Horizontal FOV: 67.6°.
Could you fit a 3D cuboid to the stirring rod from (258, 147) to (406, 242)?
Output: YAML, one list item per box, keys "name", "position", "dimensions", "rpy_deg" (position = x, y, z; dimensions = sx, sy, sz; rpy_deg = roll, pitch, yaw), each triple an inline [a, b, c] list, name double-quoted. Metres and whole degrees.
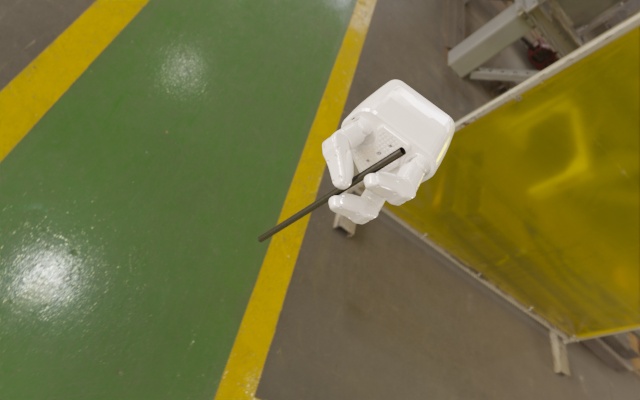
- name: "stirring rod"
  position: [0.000, 0.002, 0.518]
  dimensions: [0.011, 0.011, 0.239]
  rpy_deg: [0, -23, -43]
